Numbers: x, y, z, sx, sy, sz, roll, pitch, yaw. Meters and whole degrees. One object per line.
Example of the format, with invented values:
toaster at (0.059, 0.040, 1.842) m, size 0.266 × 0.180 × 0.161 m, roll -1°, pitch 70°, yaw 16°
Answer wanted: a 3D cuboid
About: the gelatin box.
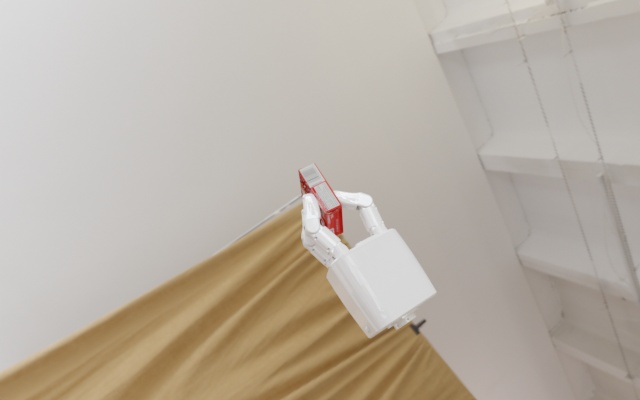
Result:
gelatin box at (0.000, 0.002, 0.694) m, size 0.030 × 0.089 × 0.073 m, roll -24°, pitch -32°, yaw -13°
